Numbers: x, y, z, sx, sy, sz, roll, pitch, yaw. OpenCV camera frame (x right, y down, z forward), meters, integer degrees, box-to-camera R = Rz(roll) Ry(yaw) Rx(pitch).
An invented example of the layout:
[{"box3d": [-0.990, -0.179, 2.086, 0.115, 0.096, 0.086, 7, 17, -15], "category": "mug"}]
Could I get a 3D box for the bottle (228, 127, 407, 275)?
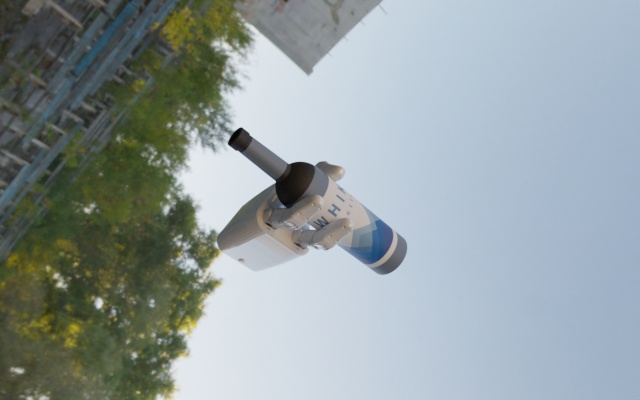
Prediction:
[{"box3d": [0.000, 0.002, 0.639, 0.296, 0.069, 0.069, 38, -20, -28], "category": "bottle"}]
